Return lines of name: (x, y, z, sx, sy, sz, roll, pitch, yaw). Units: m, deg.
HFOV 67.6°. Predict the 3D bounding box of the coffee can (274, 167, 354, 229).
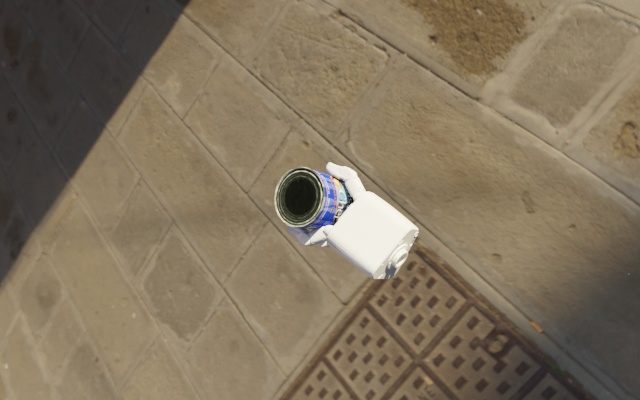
coffee can: (0.000, 0.003, 0.852, 0.103, 0.103, 0.140, 0, -7, 33)
